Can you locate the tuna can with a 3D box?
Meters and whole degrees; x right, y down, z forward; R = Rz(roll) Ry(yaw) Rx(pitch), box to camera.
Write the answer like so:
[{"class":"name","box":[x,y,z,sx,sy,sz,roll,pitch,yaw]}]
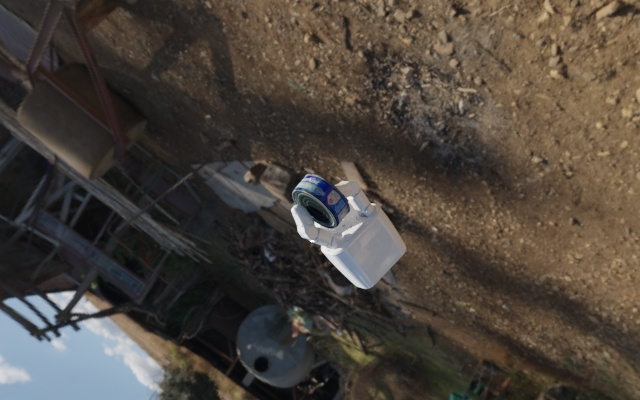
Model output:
[{"class":"tuna can","box":[0.000,0.003,0.711,0.086,0.033,0.086,34,-23,16]}]
